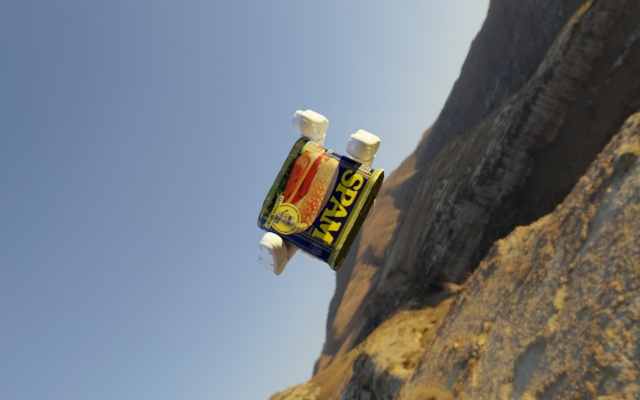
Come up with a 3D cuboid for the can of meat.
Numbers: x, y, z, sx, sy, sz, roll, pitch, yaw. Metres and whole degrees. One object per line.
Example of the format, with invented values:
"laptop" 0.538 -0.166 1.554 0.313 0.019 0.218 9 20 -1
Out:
"can of meat" 0.000 0.001 0.448 0.084 0.102 0.057 26 -6 13
